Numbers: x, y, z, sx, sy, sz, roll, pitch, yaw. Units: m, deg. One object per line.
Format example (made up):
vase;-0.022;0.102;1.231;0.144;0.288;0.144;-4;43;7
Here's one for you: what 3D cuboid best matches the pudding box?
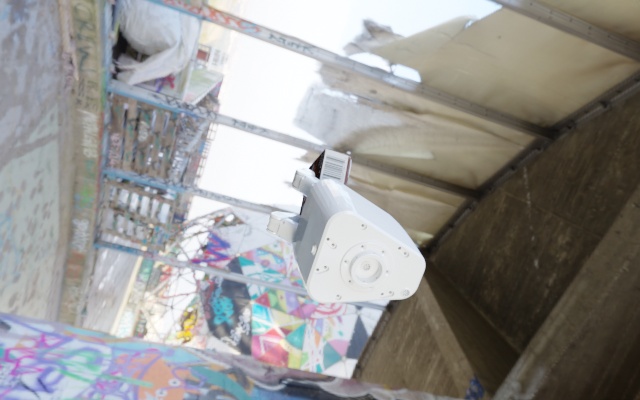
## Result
pudding box;0.000;0.002;0.604;0.039;0.113;0.090;16;-15;-12
